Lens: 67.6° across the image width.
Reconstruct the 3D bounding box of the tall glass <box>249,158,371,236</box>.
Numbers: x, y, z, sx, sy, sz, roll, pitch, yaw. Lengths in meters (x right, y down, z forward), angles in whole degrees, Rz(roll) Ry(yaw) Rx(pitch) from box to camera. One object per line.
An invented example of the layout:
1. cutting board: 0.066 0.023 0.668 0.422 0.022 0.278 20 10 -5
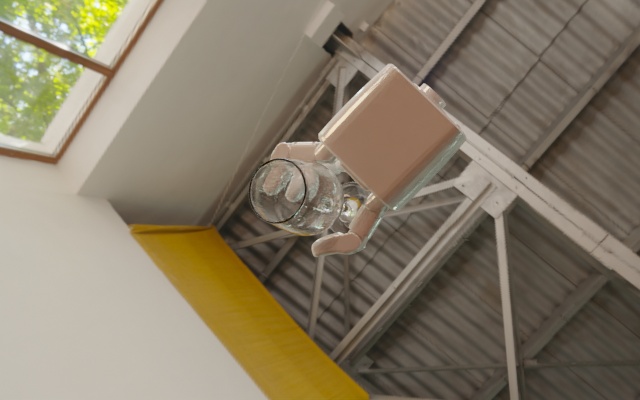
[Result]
1. tall glass: 0.000 0.002 0.531 0.079 0.079 0.201 0 -6 25
